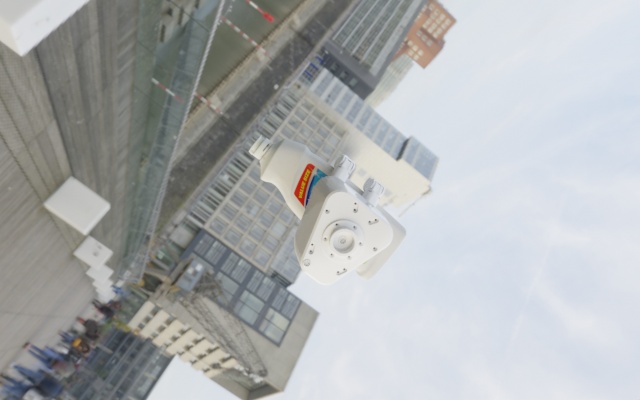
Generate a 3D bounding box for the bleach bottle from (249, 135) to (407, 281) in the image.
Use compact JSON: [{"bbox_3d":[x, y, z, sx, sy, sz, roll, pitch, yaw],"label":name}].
[{"bbox_3d":[0.000,0.002,0.690,0.251,0.102,0.068,38,4,-10],"label":"bleach bottle"}]
